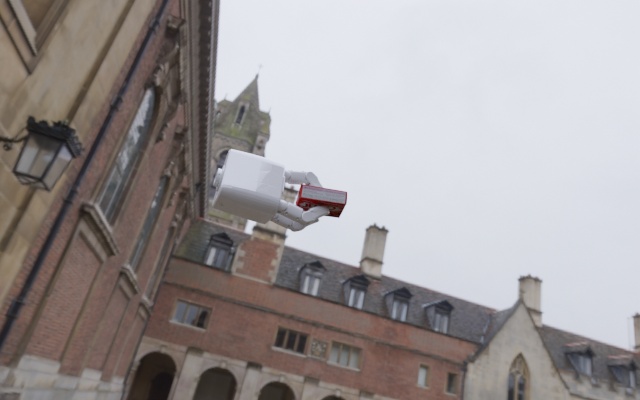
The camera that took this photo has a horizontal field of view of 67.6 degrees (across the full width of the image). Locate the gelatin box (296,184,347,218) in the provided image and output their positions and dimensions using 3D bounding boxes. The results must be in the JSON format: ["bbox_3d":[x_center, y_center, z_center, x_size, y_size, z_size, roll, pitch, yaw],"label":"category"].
[{"bbox_3d":[0.001,0.003,0.894,0.089,0.030,0.073,8,-23,-5],"label":"gelatin box"}]
